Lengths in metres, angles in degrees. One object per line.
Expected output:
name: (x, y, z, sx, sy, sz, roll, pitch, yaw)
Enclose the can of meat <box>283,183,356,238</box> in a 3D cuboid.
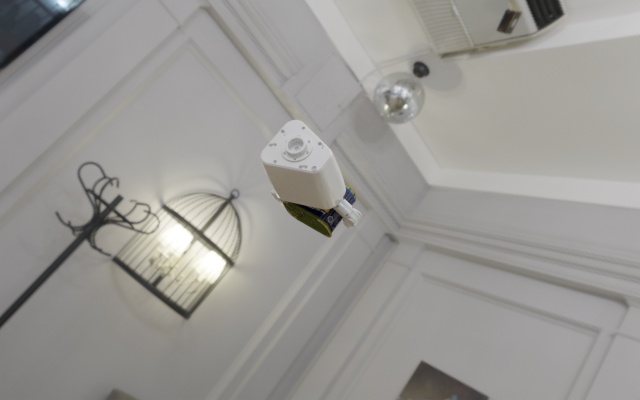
can of meat: (0.000, 0.003, 0.837, 0.102, 0.084, 0.057, 28, -20, 30)
